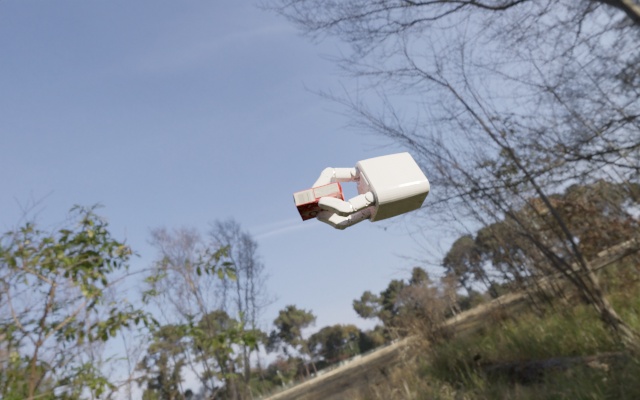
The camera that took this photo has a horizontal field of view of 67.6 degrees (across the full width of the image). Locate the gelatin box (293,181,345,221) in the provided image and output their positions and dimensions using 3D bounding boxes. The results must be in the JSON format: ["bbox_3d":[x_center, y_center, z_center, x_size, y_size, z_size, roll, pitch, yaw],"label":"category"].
[{"bbox_3d":[0.000,0.003,0.888,0.089,0.030,0.073,-15,-26,2],"label":"gelatin box"}]
